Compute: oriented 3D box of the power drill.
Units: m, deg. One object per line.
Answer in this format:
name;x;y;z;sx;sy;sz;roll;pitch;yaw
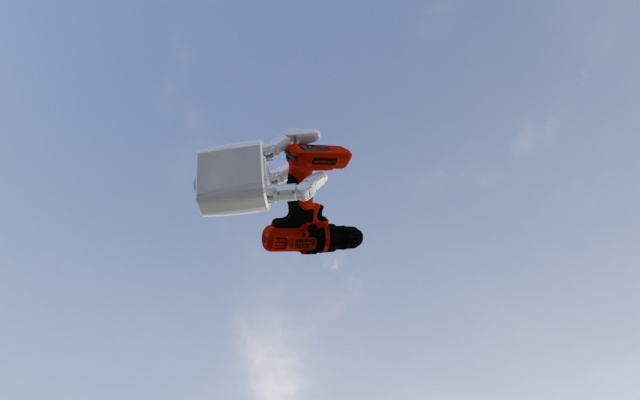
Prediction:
power drill;0.000;0.002;0.802;0.184;0.188;0.057;0;20;-24
